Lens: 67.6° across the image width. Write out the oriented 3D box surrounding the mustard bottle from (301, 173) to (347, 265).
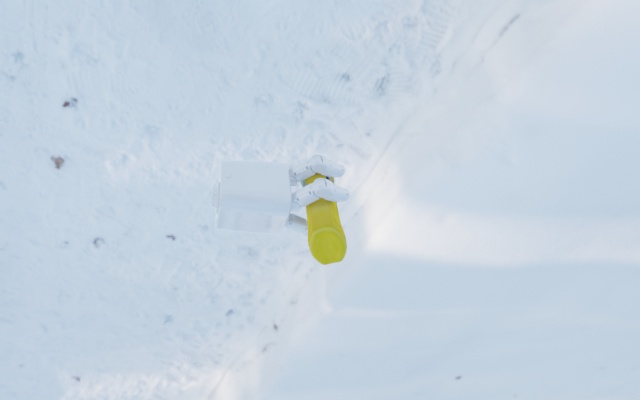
[{"bbox_3d":[0.000,0.003,0.778,0.058,0.191,0.096,-13,-42,4],"label":"mustard bottle"}]
